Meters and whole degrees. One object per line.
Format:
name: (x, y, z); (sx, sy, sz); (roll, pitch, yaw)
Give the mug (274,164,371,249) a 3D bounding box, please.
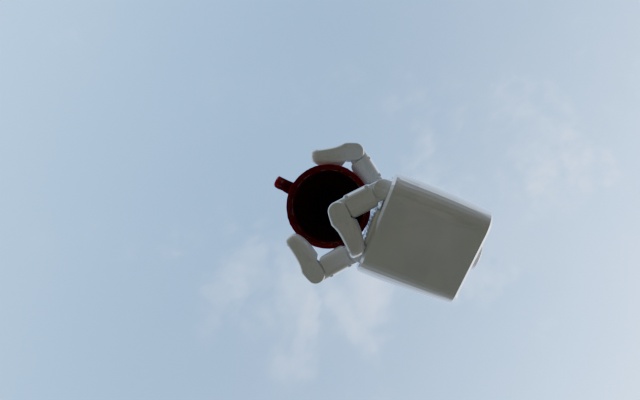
mug: (-0.001, 0.001, 0.561); (0.117, 0.093, 0.081); (22, 2, 3)
